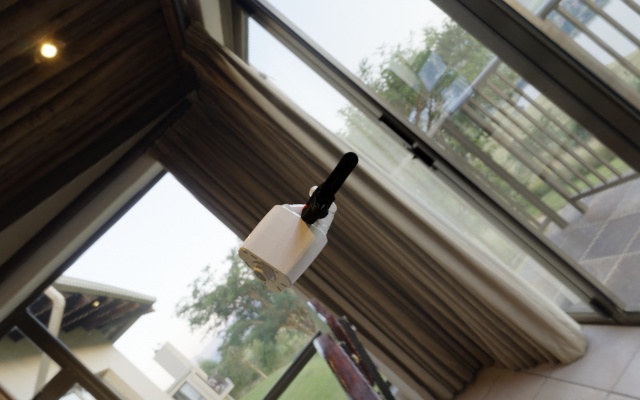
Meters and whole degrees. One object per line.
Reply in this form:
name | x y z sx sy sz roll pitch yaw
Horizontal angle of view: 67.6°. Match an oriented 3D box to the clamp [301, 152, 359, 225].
clamp | 0.000 0.002 0.765 0.039 0.120 0.171 37 -33 0
